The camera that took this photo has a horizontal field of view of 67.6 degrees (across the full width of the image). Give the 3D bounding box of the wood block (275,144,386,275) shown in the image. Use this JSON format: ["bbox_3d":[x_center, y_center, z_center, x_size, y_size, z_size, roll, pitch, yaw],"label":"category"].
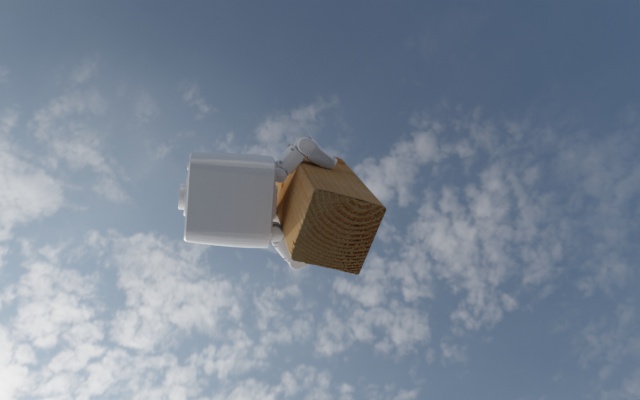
[{"bbox_3d":[0.000,0.002,0.628,0.090,0.091,0.206,15,17,-17],"label":"wood block"}]
